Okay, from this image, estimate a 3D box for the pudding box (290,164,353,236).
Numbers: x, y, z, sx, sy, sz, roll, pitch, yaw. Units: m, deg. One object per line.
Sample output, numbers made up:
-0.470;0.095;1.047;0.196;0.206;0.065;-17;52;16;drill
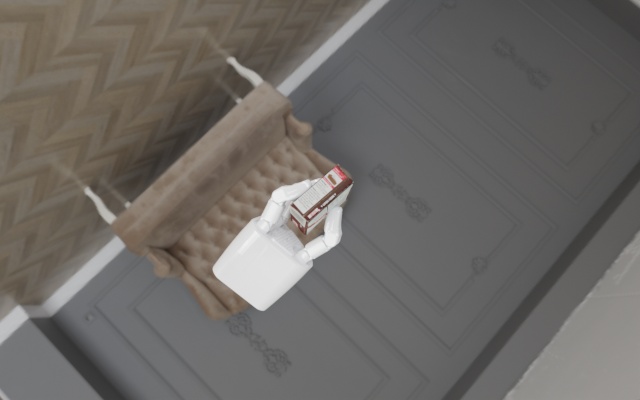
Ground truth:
0.000;0.002;0.701;0.090;0.039;0.113;-42;-6;-11;pudding box
